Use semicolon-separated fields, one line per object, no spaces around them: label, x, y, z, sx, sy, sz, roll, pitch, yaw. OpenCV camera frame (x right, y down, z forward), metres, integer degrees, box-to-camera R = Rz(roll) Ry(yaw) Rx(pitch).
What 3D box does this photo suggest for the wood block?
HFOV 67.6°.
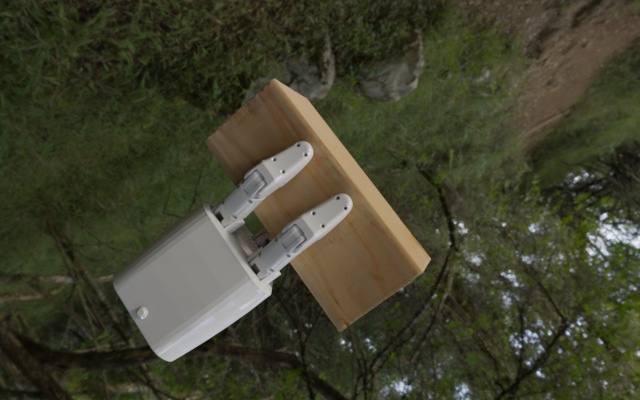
wood block;0.000;0.002;0.444;0.090;0.206;0.091;-39;-10;13
